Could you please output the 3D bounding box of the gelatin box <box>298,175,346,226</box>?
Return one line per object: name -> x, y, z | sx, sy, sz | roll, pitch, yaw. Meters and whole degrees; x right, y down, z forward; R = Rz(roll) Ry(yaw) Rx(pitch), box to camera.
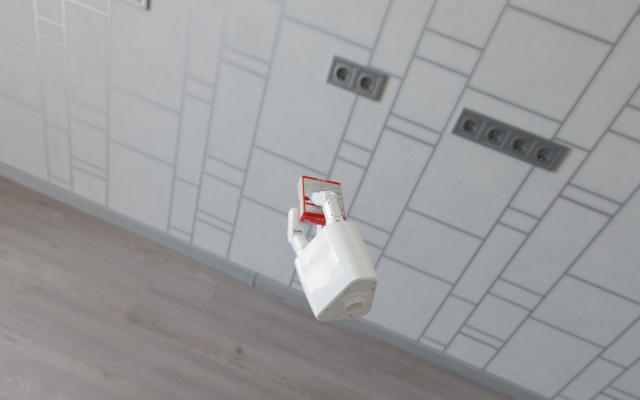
gelatin box -> 0.000, 0.002, 0.814 | 0.073, 0.089, 0.030 | 10, -44, -16
